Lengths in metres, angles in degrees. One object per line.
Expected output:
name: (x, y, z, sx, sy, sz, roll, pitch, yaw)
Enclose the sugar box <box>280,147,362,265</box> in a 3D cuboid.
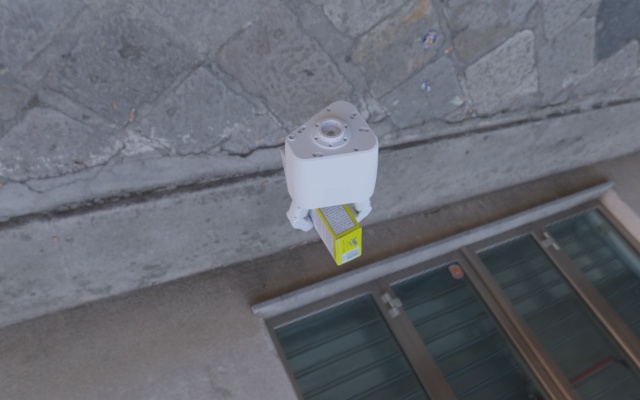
sugar box: (0.001, 0.002, 0.712, 0.048, 0.176, 0.093, -24, -29, -11)
